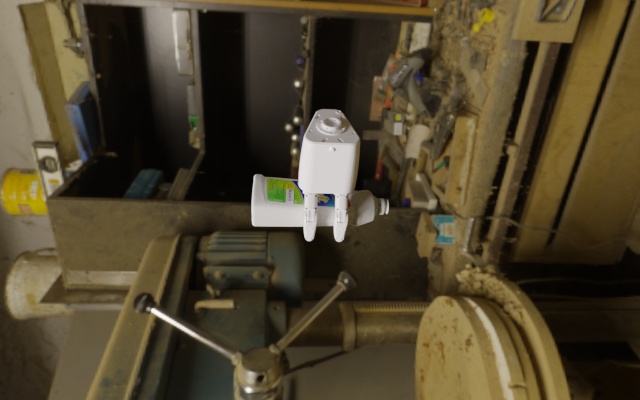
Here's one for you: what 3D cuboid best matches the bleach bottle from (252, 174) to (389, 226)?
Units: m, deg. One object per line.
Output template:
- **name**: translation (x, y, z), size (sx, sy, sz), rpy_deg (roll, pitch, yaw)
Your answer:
- **bleach bottle**: translation (0.000, 0.003, 0.893), size (0.251, 0.068, 0.102), rpy_deg (1, 42, -5)
